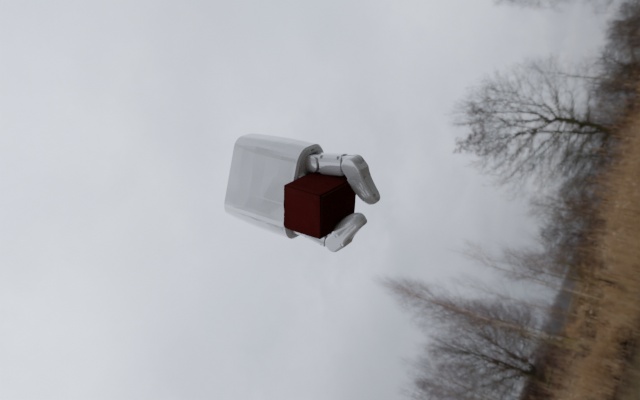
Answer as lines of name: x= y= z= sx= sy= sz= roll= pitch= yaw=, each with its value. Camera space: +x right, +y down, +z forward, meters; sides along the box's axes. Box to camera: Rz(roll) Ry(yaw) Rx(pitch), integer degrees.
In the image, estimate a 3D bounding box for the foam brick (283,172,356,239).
foam brick: x=0.000 y=0.002 z=0.543 sx=0.051 sy=0.053 sz=0.078 roll=16 pitch=26 yaw=29
